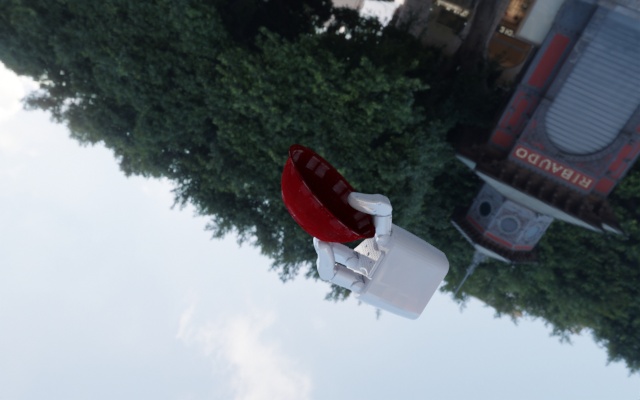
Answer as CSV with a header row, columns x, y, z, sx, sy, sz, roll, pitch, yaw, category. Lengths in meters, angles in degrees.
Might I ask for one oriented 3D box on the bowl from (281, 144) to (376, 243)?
x,y,z,sx,sy,sz,roll,pitch,yaw,category
-0.001,0.001,0.636,0.055,0.162,0.162,-42,-15,18,bowl
